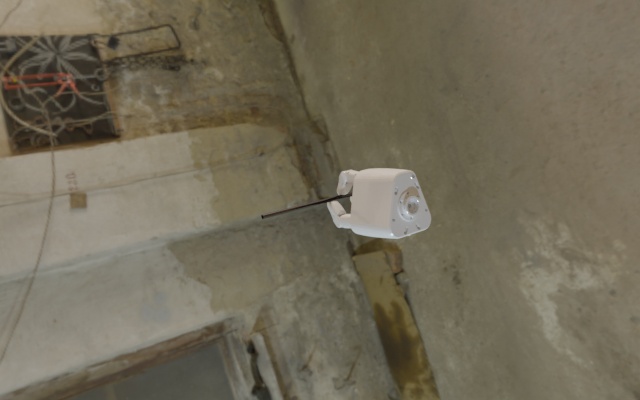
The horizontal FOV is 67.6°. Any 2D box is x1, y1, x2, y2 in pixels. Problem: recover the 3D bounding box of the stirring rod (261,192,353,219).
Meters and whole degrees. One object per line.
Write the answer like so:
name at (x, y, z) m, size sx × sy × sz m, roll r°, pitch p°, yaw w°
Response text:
stirring rod at (0.000, 0.003, 0.887) m, size 0.239 × 0.011 × 0.011 m, roll -14°, pitch 7°, yaw -30°
